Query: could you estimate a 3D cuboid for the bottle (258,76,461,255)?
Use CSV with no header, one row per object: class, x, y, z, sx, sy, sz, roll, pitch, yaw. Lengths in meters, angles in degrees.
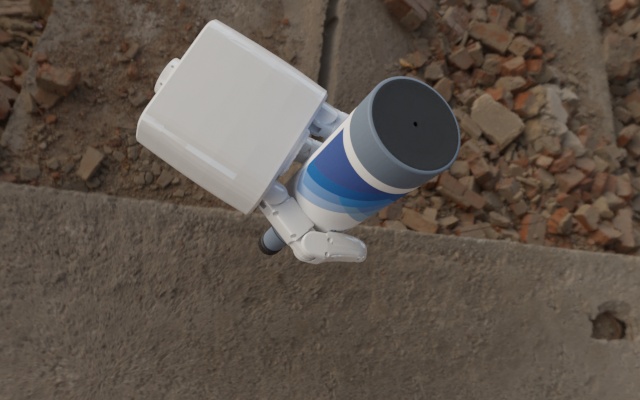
bottle,0.000,0.001,0.414,0.069,0.069,0.296,0,-19,-25
